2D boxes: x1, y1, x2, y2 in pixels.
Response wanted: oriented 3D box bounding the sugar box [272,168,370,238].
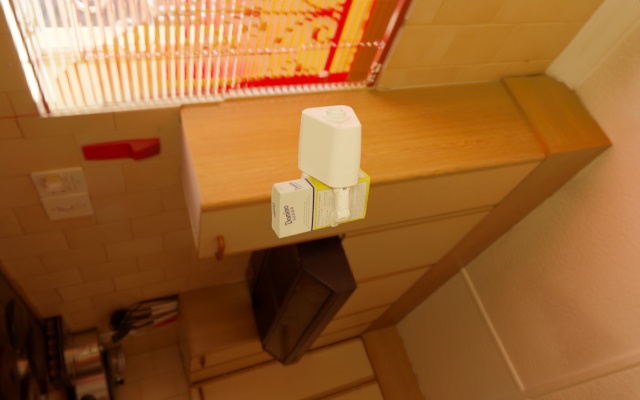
[{"bbox_3d":[0.000,0.002,0.860,0.176,0.093,0.048,-10,33,-22],"label":"sugar box"}]
